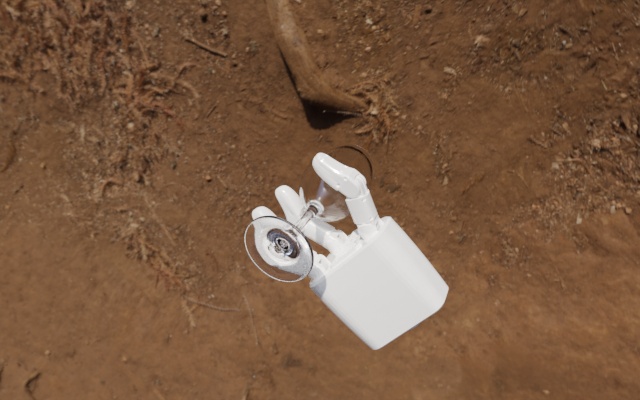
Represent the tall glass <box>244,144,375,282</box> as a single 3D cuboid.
[{"bbox_3d":[0.000,0.002,0.531,0.079,0.079,0.201,0,28,27],"label":"tall glass"}]
